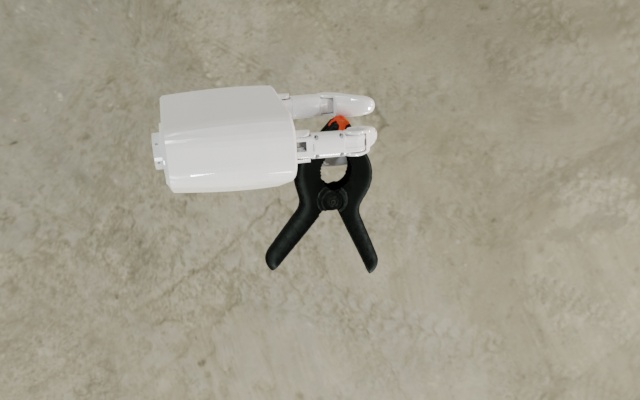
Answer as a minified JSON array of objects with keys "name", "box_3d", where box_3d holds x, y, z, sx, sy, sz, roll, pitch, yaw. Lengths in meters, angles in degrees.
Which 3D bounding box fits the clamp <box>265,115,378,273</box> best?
[{"name":"clamp","box_3d":[0.000,0.002,0.486,0.120,0.171,0.039,-7,17,-14]}]
